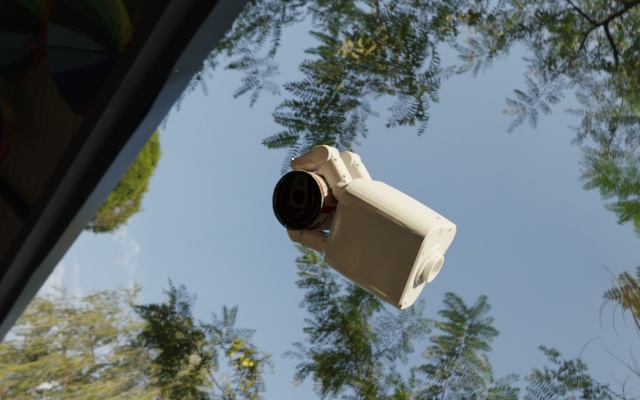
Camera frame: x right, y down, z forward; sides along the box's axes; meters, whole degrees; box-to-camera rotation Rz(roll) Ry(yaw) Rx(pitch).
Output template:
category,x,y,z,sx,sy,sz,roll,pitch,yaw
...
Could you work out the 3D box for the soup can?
category,x,y,z,sx,sy,sz,roll,pitch,yaw
soup can,0.000,0.002,0.570,0.068,0.068,0.102,0,-2,32
